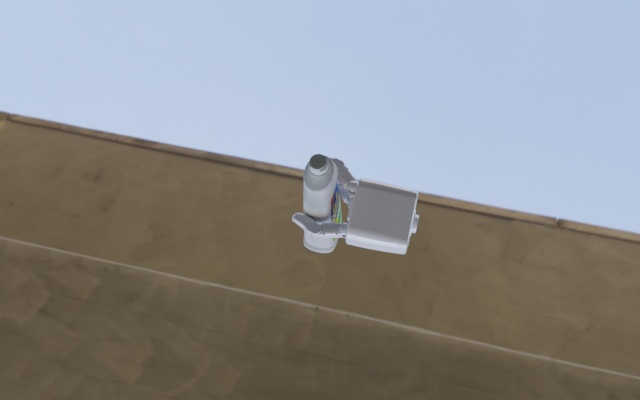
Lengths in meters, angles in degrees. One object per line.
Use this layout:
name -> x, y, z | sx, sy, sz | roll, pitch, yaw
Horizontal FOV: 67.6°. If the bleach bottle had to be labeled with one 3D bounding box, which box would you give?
bleach bottle -> 0.000, 0.003, 0.862 | 0.068, 0.102, 0.251 | 12, -26, 9
